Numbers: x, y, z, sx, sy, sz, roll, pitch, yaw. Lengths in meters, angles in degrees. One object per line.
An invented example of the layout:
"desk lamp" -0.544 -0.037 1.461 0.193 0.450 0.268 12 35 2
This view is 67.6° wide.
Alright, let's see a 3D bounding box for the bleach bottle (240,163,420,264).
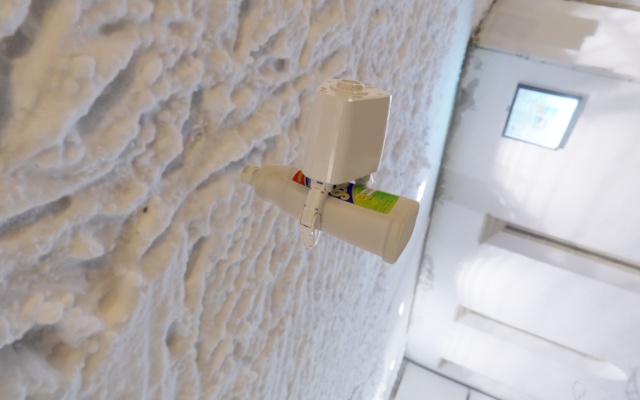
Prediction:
"bleach bottle" 0.000 0.002 0.649 0.251 0.068 0.102 18 27 18
